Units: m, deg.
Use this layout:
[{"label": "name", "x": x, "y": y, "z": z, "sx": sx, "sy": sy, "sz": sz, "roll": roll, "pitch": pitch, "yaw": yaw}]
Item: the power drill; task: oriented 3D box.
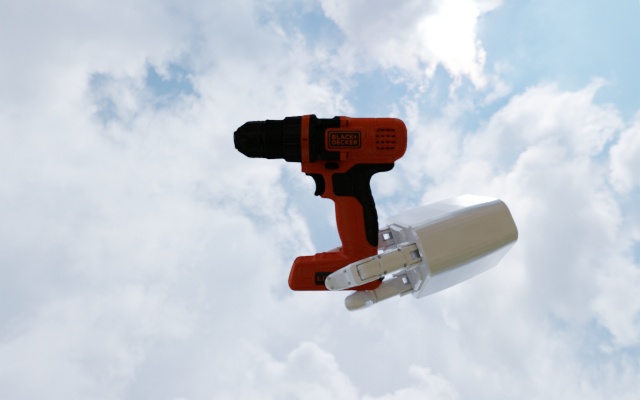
[{"label": "power drill", "x": 0.000, "y": 0.002, "z": 0.515, "sx": 0.184, "sy": 0.188, "sz": 0.057, "roll": 0, "pitch": 10, "yaw": 4}]
